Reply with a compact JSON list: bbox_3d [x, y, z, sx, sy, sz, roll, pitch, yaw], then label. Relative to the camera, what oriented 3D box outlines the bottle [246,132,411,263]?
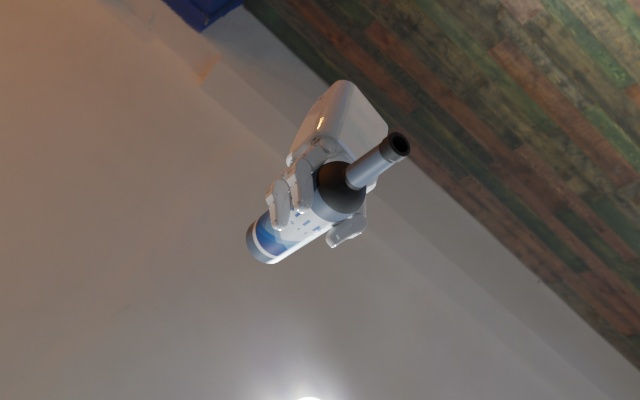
[{"bbox_3d":[0.000,0.002,0.573,0.069,0.069,0.296,0,-23,-34],"label":"bottle"}]
